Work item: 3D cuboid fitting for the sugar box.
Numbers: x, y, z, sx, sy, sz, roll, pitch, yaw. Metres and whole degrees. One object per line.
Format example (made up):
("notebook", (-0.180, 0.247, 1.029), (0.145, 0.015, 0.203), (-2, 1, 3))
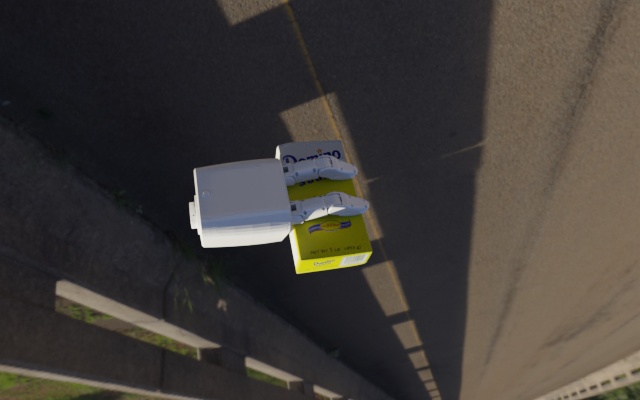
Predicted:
("sugar box", (0.000, 0.002, 0.622), (0.093, 0.176, 0.048), (-6, -29, -14))
